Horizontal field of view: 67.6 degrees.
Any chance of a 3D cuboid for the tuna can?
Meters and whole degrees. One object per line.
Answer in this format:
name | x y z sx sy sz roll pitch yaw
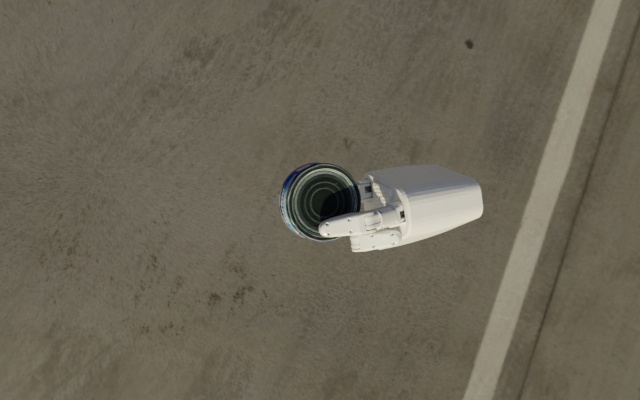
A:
tuna can | 0.000 0.002 0.518 0.086 0.086 0.034 0 4 -19
